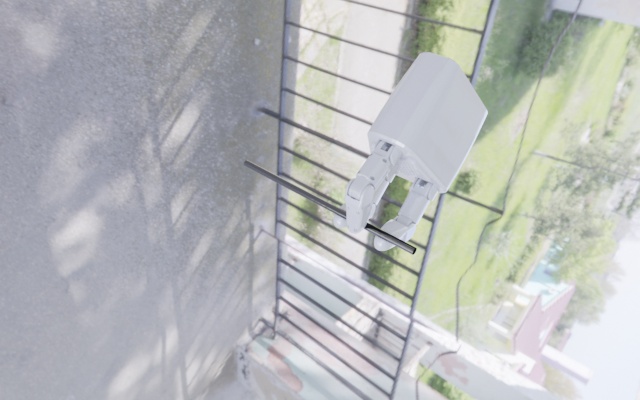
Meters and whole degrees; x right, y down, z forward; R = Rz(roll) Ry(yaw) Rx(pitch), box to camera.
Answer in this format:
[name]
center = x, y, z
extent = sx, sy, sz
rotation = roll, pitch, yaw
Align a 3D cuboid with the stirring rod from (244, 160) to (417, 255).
[stirring rod]
center = 0.000, 0.002, 0.526
extent = 0.239, 0.011, 0.011
rotation = 28, 15, 31
